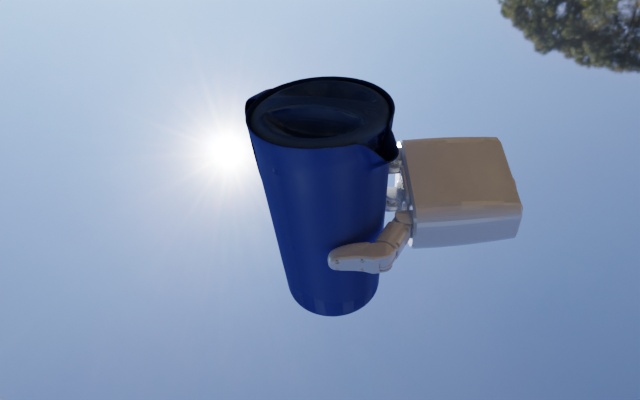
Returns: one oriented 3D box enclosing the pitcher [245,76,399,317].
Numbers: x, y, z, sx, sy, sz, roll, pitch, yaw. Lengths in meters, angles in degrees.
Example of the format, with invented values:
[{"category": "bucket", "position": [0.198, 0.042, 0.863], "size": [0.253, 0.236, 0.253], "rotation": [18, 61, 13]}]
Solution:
[{"category": "pitcher", "position": [0.000, 0.002, 0.502], "size": [0.145, 0.243, 0.149], "rotation": [-4, 39, 1]}]
